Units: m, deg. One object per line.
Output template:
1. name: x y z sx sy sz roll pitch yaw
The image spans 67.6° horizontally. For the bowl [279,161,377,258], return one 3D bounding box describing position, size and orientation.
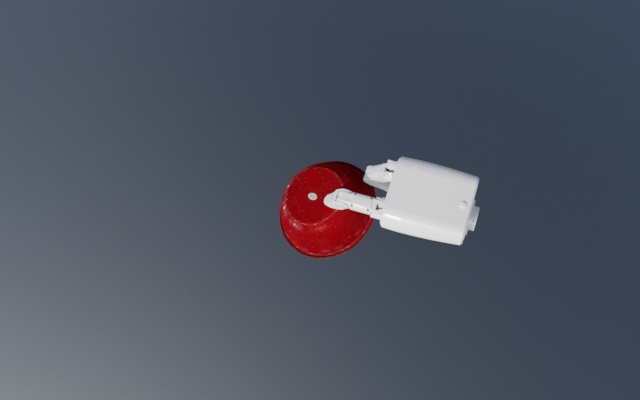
1. bowl: -0.001 0.002 0.720 0.162 0.162 0.055 0 -22 24
